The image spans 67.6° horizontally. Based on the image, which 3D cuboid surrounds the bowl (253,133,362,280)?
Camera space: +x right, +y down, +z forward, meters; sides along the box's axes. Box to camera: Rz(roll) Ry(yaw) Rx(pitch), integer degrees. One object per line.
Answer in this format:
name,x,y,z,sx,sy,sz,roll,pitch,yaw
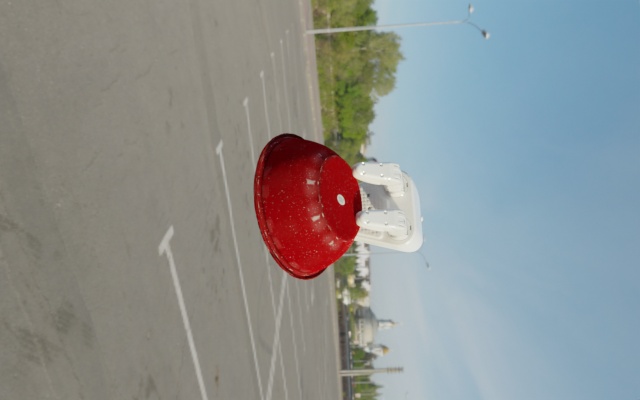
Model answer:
bowl,0.000,0.002,0.509,0.055,0.162,0.162,-10,-6,31
